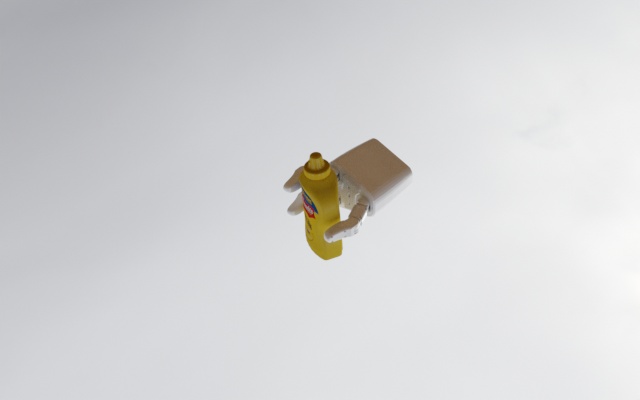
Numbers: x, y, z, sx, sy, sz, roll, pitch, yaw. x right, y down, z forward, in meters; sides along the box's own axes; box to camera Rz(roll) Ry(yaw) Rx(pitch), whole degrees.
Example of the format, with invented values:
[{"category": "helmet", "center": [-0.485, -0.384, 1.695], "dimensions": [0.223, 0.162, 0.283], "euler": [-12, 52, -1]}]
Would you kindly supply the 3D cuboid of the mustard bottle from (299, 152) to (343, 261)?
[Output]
[{"category": "mustard bottle", "center": [0.000, 0.003, 0.776], "dimensions": [0.058, 0.192, 0.096], "euler": [-16, 43, -12]}]
